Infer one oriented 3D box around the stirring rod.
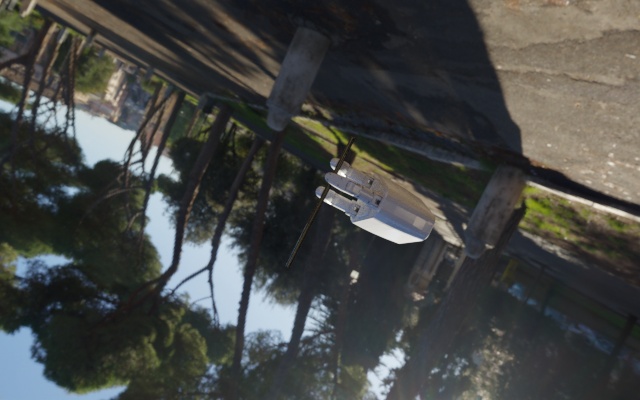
[{"bbox_3d":[0.000,0.003,0.790,0.011,0.239,0.011,27,0,0],"label":"stirring rod"}]
